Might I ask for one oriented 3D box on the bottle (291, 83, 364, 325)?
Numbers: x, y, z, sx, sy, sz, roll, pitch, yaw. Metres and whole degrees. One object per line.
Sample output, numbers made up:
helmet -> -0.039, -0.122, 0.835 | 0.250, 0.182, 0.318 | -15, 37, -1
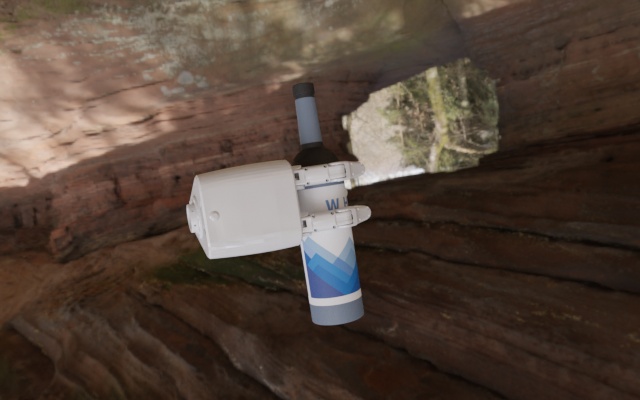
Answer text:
bottle -> 0.000, 0.002, 0.599 | 0.069, 0.296, 0.069 | -9, 2, 0
